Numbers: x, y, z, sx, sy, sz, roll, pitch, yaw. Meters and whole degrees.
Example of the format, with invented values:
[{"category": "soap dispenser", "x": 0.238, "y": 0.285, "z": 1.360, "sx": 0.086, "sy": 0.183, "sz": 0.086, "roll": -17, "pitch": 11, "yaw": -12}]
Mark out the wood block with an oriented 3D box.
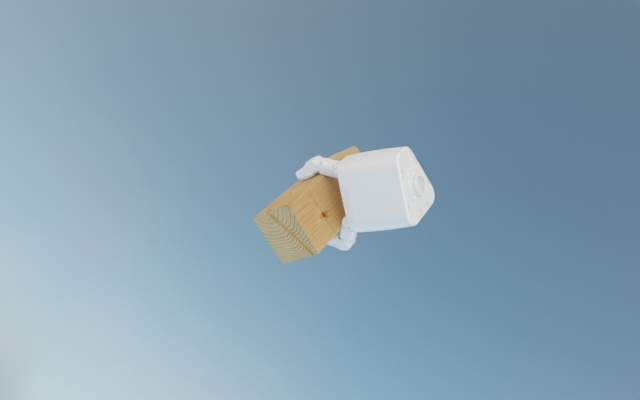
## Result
[{"category": "wood block", "x": 0.000, "y": 0.002, "z": 0.793, "sx": 0.090, "sy": 0.091, "sz": 0.206, "roll": -21, "pitch": 16, "yaw": 44}]
